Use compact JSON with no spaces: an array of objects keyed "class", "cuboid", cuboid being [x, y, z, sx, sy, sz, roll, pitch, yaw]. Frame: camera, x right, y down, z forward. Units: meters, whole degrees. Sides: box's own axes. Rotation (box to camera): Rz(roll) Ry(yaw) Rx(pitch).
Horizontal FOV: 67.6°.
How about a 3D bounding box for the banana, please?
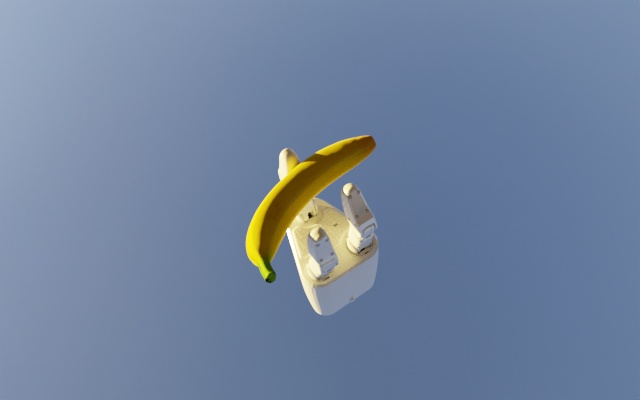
[{"class":"banana","cuboid":[-0.017,-0.002,0.485,0.069,0.197,0.037,22,-30,26]}]
